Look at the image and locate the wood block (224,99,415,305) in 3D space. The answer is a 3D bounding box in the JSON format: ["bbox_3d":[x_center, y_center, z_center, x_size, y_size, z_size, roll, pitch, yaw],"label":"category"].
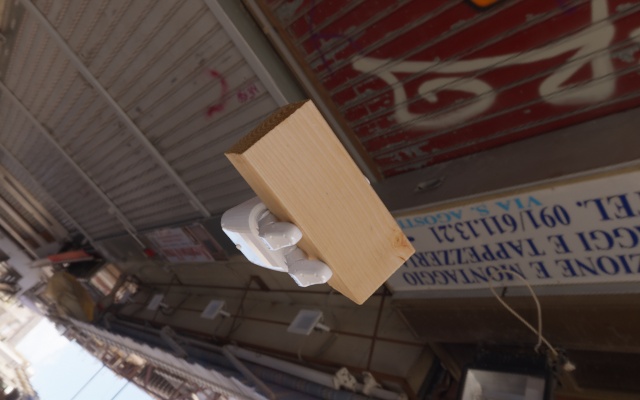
[{"bbox_3d":[0.000,0.002,0.529,0.091,0.206,0.090,-42,20,-14],"label":"wood block"}]
